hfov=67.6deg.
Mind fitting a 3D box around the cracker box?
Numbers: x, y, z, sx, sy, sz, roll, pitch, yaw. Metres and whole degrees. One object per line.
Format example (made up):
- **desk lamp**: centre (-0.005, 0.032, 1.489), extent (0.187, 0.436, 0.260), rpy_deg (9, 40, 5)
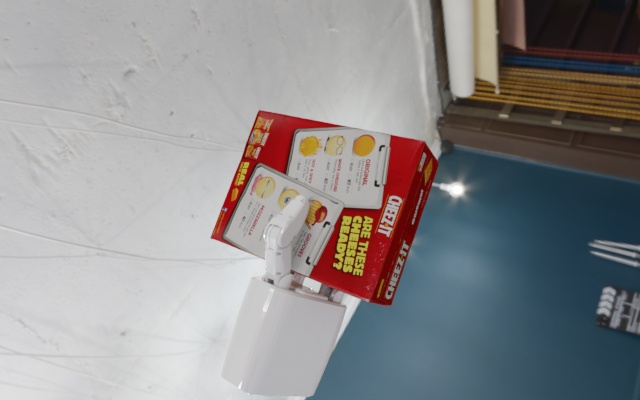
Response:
- **cracker box**: centre (0.000, 0.002, 0.526), extent (0.213, 0.164, 0.072), rpy_deg (16, -7, 31)
